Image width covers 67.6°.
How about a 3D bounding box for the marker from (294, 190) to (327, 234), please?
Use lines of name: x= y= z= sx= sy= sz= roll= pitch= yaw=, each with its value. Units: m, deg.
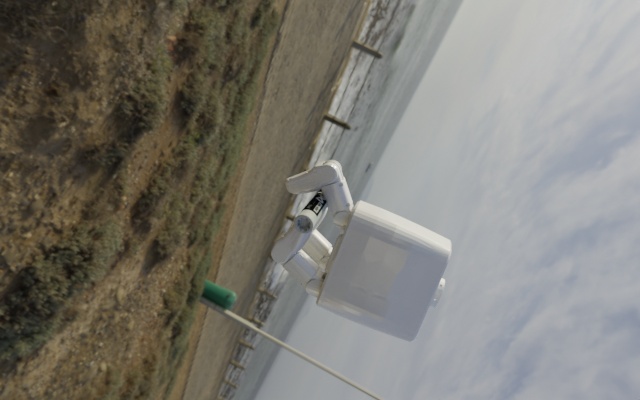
marker: x=0.000 y=0.002 z=0.493 sx=0.020 sy=0.020 sz=0.121 roll=0 pitch=20 yaw=16
